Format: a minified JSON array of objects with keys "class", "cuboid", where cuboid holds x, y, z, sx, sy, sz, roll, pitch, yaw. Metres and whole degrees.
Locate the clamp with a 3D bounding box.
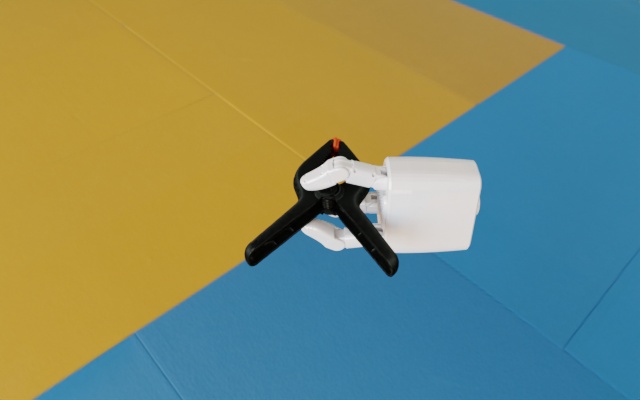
[{"class":"clamp","cuboid":[0.000,0.001,0.566,0.164,0.209,0.036,-1,-44,1]}]
